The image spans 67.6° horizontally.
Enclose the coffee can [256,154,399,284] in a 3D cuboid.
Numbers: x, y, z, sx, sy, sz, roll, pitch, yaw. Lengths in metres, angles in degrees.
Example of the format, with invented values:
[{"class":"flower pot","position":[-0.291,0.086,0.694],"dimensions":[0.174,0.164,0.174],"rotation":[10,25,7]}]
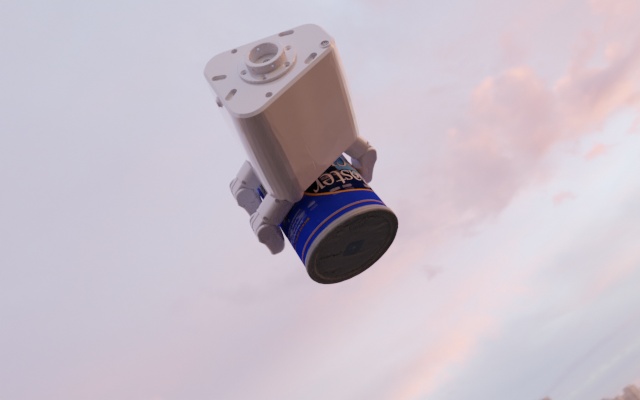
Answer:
[{"class":"coffee can","position":[0.000,0.002,0.502],"dimensions":[0.103,0.103,0.140],"rotation":[0,40,-39]}]
